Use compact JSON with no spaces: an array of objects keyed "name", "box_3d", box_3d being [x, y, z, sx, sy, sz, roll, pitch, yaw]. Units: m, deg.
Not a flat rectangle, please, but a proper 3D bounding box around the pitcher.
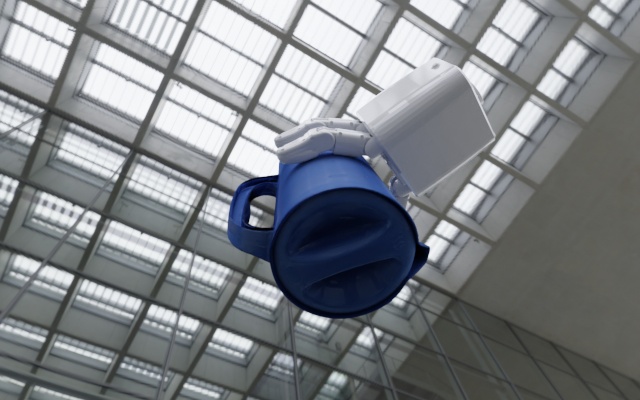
[{"name":"pitcher","box_3d":[0.000,0.002,0.518,0.145,0.149,0.242,-36,23,10]}]
